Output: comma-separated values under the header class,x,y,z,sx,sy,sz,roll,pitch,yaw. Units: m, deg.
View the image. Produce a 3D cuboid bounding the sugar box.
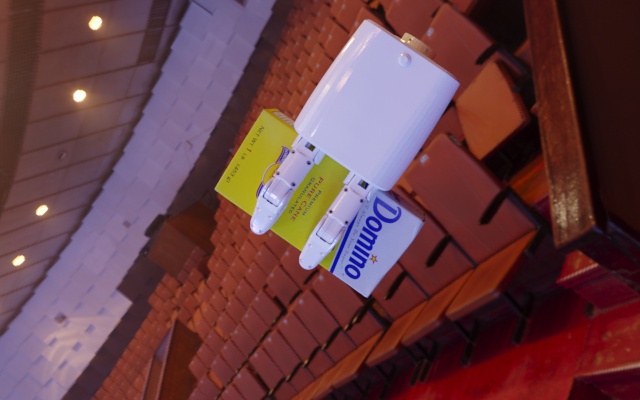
class,x,y,z,sx,sy,sz,roll,pitch,yaw
sugar box,0.000,0.001,0.447,0.176,0.093,0.048,35,15,4
